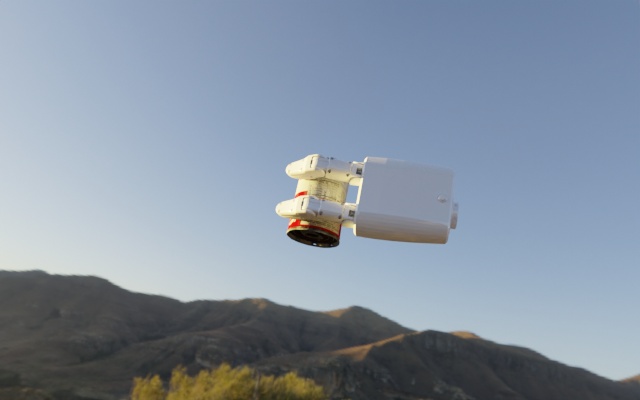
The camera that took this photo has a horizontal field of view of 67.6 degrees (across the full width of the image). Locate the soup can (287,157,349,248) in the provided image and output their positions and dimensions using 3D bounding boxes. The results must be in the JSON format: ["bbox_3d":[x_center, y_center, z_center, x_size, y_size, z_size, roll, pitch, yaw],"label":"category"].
[{"bbox_3d":[0.000,0.002,0.614,0.068,0.102,0.068,10,-21,4],"label":"soup can"}]
